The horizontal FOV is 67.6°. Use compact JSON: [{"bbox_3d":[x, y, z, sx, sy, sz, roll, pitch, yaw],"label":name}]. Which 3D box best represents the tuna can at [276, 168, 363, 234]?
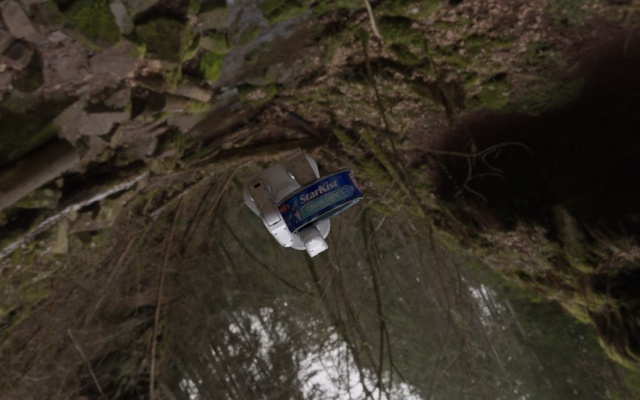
[{"bbox_3d":[0.000,0.002,0.492,0.086,0.033,0.086,-27,-7,-3],"label":"tuna can"}]
